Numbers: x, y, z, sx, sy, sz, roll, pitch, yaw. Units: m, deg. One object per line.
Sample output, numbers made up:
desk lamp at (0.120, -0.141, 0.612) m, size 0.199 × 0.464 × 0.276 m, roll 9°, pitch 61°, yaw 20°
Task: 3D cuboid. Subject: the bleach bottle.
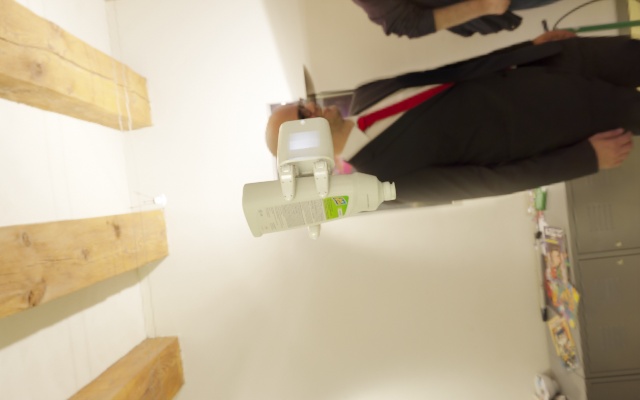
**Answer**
bleach bottle at (0.000, 0.003, 0.810) m, size 0.251 × 0.068 × 0.103 m, roll -6°, pitch -38°, yaw 4°
